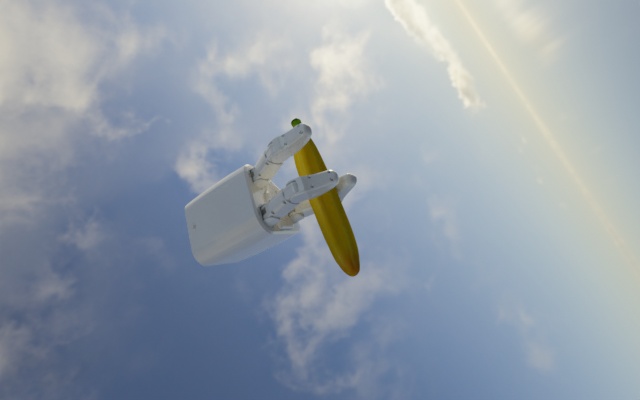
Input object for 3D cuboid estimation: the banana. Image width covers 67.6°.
[{"bbox_3d":[0.003,0.000,0.584,0.037,0.197,0.069,-24,-9,10],"label":"banana"}]
